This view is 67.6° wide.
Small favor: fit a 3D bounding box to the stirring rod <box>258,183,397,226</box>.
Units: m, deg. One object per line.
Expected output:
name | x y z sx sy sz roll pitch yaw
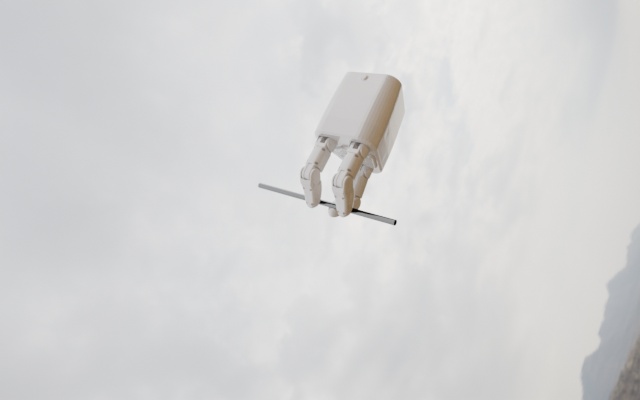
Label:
stirring rod | 0.000 0.002 0.671 0.239 0.011 0.011 15 9 36
